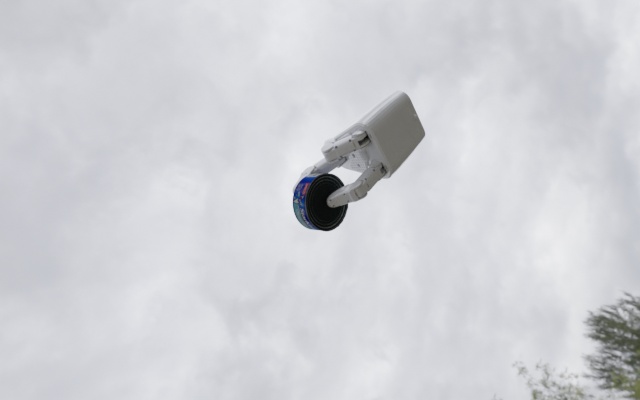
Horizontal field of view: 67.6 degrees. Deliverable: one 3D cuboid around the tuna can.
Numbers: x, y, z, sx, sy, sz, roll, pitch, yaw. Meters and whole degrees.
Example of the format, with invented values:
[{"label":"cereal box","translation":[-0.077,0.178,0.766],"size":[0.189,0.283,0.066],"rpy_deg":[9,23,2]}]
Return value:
[{"label":"tuna can","translation":[0.000,0.002,0.709],"size":[0.086,0.086,0.034],"rpy_deg":[0,2,-43]}]
